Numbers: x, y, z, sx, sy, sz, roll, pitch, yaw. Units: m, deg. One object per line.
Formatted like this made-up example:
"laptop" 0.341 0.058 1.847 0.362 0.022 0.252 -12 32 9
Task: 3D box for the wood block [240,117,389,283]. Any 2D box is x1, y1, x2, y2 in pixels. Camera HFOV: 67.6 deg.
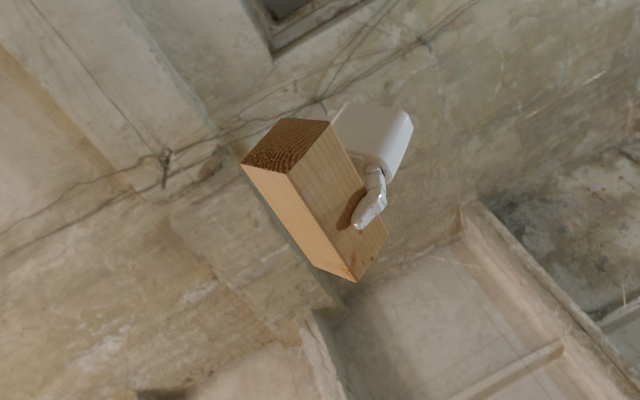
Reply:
"wood block" 0.001 0.002 0.622 0.091 0.090 0.206 14 -34 44
